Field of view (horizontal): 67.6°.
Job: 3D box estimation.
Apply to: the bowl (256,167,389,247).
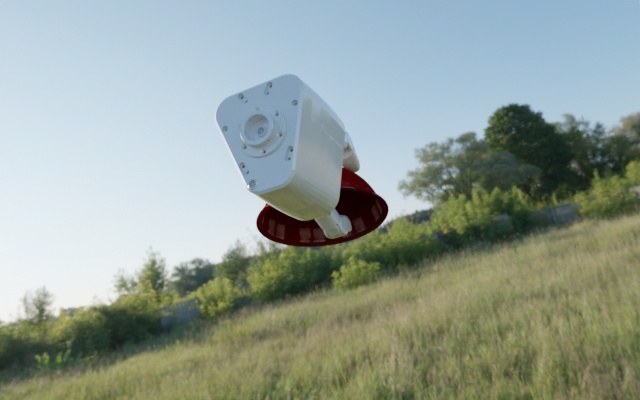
[{"bbox_3d":[0.000,0.002,0.593,0.162,0.055,0.162,-5,-28,-3],"label":"bowl"}]
